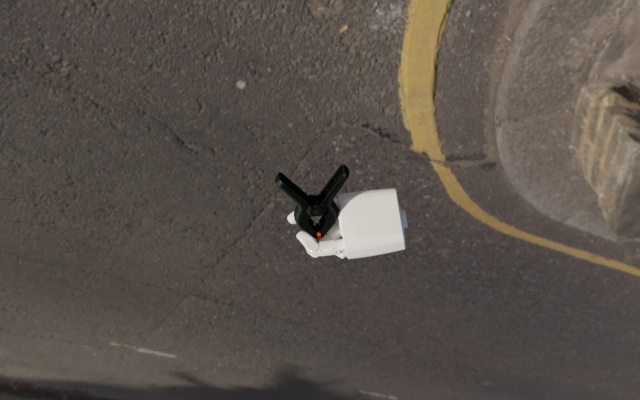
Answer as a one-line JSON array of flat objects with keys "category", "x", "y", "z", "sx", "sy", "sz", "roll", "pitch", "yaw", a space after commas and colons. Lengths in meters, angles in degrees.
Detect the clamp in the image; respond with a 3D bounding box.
[{"category": "clamp", "x": 0.000, "y": 0.003, "z": 0.825, "sx": 0.120, "sy": 0.039, "sz": 0.172, "roll": -9, "pitch": -40, "yaw": 8}]
